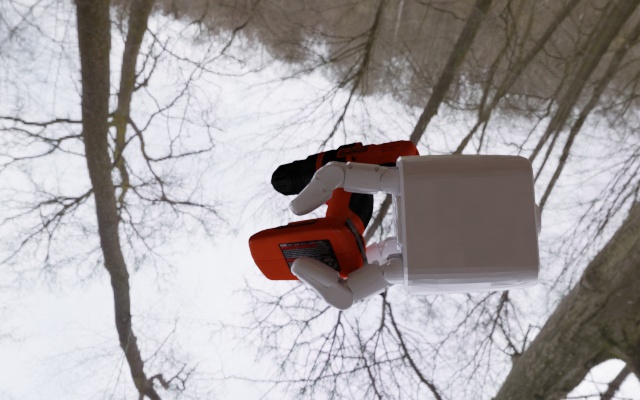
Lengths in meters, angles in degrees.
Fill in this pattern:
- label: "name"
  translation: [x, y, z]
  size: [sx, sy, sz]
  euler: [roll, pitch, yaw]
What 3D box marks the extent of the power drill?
- label: "power drill"
  translation: [0.000, 0.002, 0.494]
  size: [0.184, 0.057, 0.187]
  euler: [-9, 30, 28]
